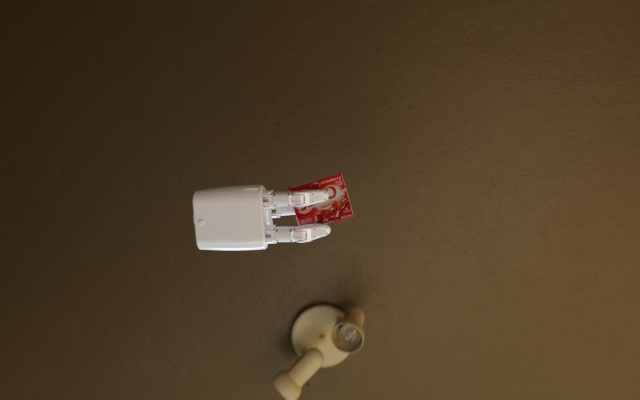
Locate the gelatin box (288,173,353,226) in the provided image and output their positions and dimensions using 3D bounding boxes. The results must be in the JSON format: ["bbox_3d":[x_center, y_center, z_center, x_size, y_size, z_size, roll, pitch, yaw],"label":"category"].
[{"bbox_3d":[0.000,0.002,0.760,0.089,0.073,0.030,-16,7,-1],"label":"gelatin box"}]
